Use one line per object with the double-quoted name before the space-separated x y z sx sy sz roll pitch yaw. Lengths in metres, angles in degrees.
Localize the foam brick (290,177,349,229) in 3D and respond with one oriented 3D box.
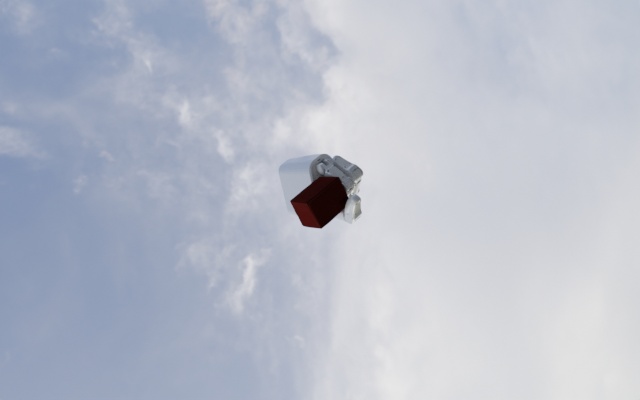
"foam brick" 0.000 0.003 0.781 0.078 0.053 0.051 -40 26 -31
